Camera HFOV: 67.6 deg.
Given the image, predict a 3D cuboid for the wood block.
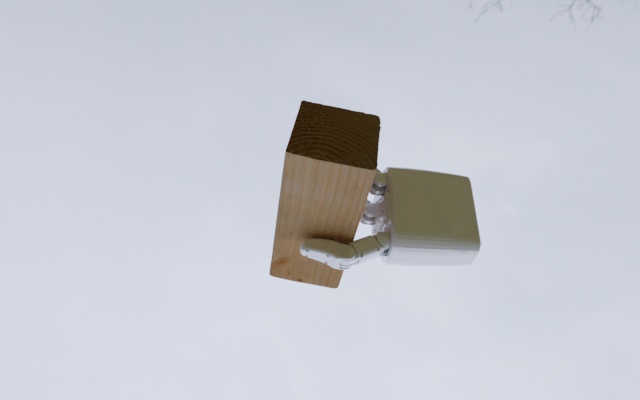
[{"bbox_3d":[0.000,0.002,0.552,0.090,0.090,0.206,12,-44,-1],"label":"wood block"}]
